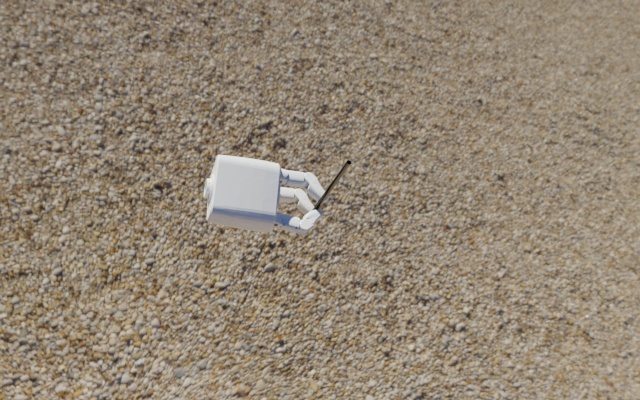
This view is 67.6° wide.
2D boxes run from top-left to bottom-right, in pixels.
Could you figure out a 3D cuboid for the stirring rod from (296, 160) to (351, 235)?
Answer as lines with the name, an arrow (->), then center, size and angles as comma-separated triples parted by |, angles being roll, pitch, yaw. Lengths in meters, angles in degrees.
stirring rod -> 0.000, 0.003, 0.819 | 0.011, 0.011, 0.240 | 0, -30, -25
